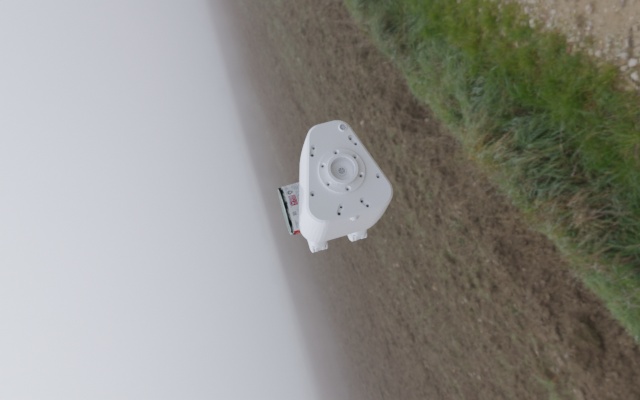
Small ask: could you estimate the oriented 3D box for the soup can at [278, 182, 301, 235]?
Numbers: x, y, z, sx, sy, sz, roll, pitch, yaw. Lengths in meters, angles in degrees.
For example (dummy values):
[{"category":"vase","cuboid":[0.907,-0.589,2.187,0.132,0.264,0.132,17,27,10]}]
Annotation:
[{"category":"soup can","cuboid":[0.000,0.002,0.644,0.102,0.068,0.068,-16,2,-8]}]
